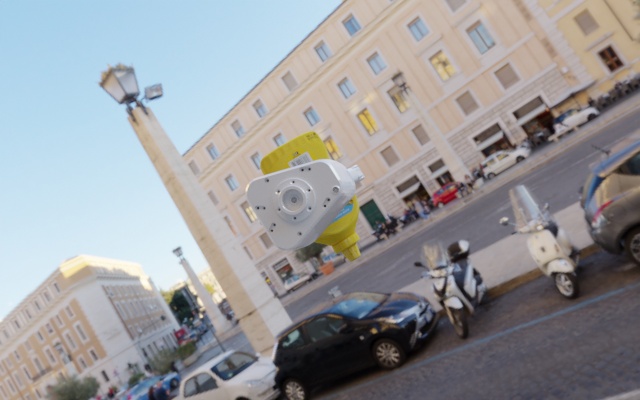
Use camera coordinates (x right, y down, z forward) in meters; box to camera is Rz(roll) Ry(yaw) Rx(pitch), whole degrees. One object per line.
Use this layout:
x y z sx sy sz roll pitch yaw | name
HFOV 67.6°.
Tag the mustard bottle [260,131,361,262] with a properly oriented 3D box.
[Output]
0.000 0.002 0.687 0.096 0.191 0.058 -31 -4 -15 | mustard bottle
